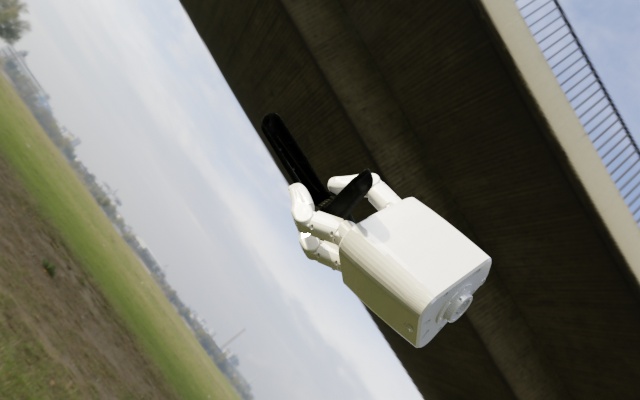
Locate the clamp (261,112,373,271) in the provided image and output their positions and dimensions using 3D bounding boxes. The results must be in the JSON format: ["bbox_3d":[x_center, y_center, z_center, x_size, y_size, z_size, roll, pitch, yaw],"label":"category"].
[{"bbox_3d":[0.001,0.002,0.551,0.036,0.210,0.164,-35,55,-20],"label":"clamp"}]
